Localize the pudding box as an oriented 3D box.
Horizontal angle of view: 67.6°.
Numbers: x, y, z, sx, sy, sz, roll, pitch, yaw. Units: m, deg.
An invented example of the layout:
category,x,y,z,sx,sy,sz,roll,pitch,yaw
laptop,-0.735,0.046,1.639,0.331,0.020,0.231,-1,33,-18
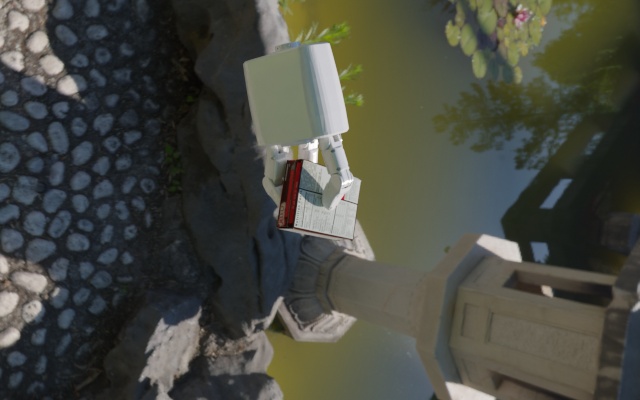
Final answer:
category,x,y,z,sx,sy,sz,roll,pitch,yaw
pudding box,0.000,0.002,0.627,0.113,0.090,0.039,15,-10,-40
